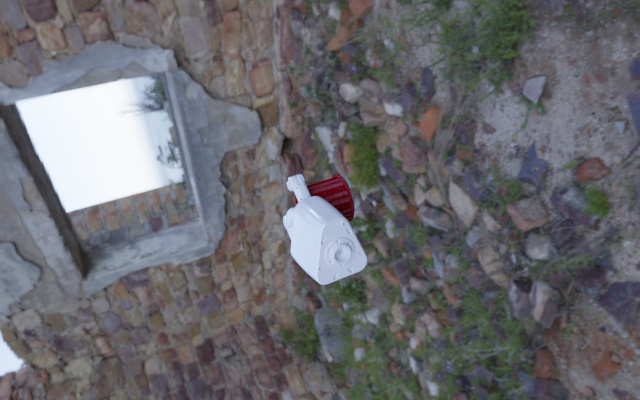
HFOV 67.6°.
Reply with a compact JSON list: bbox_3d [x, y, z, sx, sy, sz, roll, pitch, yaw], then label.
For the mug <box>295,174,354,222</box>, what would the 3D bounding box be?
[{"bbox_3d":[-0.001,0.002,0.885,0.081,0.093,0.117,-17,22,-19],"label":"mug"}]
